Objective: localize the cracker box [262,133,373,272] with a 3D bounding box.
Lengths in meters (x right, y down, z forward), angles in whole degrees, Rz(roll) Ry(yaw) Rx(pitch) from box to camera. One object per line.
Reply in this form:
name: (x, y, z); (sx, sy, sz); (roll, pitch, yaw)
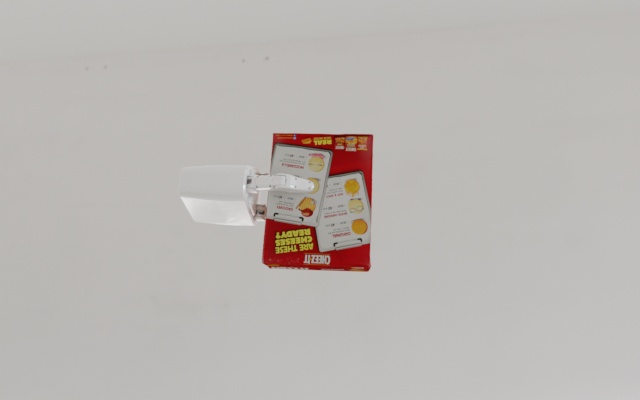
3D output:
cracker box: (0.000, 0.002, 0.761); (0.164, 0.213, 0.072); (1, -15, 6)
